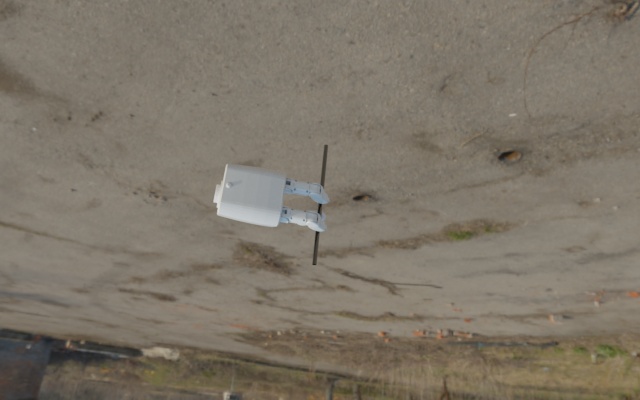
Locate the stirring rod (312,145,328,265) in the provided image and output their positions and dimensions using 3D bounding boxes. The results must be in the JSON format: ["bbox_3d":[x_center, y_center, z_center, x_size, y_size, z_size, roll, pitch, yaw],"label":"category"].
[{"bbox_3d":[0.000,0.003,0.891,0.011,0.239,0.011,5,-22,2],"label":"stirring rod"}]
